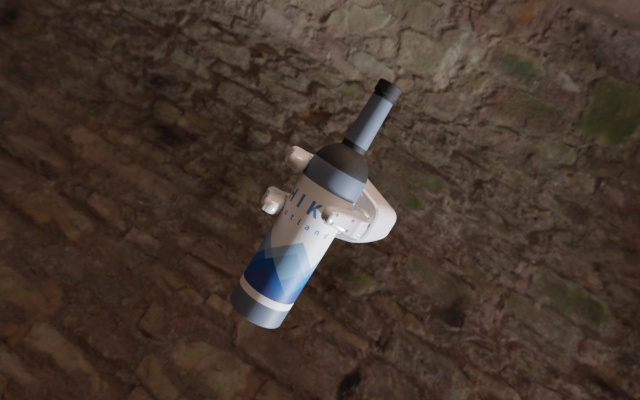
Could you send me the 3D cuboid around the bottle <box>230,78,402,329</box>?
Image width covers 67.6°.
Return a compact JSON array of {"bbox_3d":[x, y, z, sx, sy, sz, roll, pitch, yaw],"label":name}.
[{"bbox_3d":[0.000,0.002,0.528,0.069,0.296,0.069,30,8,-5],"label":"bottle"}]
